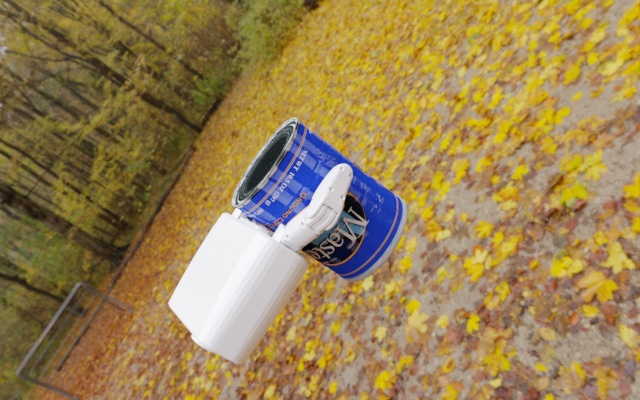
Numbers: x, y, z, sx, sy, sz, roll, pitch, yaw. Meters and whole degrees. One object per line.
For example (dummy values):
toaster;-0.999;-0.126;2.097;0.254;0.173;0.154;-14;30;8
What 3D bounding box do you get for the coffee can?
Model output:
coffee can;0.000;0.001;0.470;0.140;0.103;0.103;35;-13;-19
